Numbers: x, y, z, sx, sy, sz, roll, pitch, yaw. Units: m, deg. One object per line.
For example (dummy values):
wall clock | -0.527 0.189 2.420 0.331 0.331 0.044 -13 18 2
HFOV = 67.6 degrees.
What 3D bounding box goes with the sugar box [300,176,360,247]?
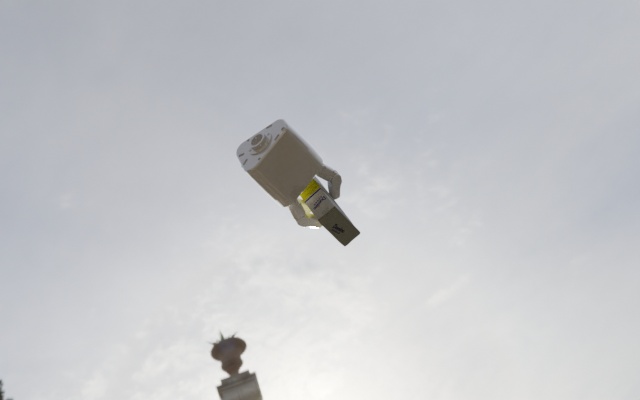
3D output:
sugar box | 0.000 0.003 0.896 0.093 0.048 0.176 45 7 -39
